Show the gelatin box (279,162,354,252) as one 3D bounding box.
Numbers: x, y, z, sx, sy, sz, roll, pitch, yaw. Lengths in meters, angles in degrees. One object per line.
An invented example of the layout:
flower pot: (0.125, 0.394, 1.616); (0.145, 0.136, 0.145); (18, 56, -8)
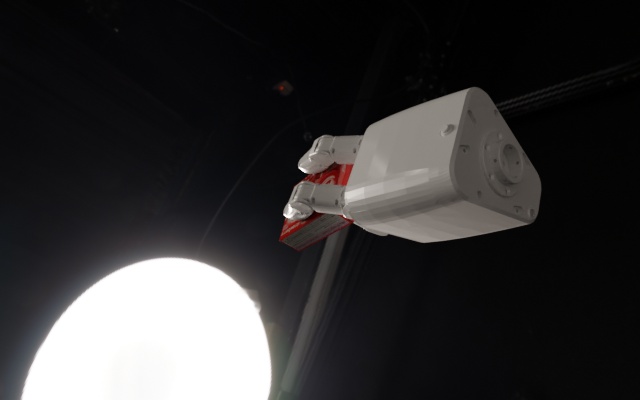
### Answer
gelatin box: (0.000, 0.002, 0.478); (0.030, 0.073, 0.089); (31, -40, -24)
